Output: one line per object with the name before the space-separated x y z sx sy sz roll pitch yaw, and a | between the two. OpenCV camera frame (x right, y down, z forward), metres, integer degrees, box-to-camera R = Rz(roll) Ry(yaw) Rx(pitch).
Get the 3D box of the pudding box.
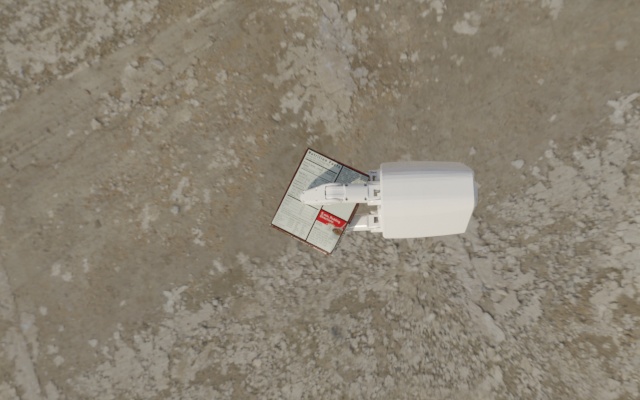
pudding box | 0.000 0.002 0.605 0.090 0.113 0.039 26 -4 8
